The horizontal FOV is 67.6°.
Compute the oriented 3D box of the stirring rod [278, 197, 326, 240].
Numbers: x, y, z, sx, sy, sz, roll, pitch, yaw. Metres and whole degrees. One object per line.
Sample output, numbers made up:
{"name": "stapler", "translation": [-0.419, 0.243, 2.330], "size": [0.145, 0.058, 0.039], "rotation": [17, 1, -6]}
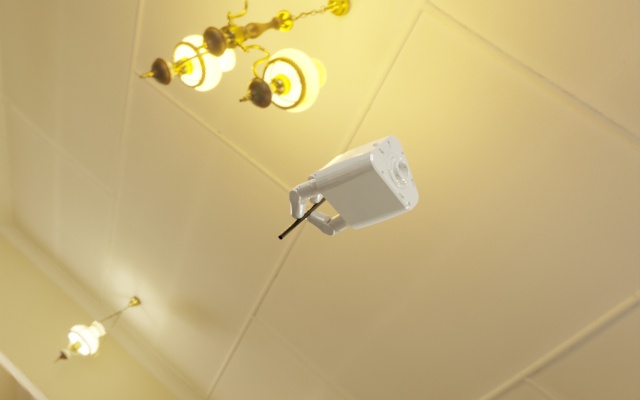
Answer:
{"name": "stirring rod", "translation": [0.000, 0.003, 0.811], "size": [0.011, 0.011, 0.239], "rotation": [0, 26, 34]}
